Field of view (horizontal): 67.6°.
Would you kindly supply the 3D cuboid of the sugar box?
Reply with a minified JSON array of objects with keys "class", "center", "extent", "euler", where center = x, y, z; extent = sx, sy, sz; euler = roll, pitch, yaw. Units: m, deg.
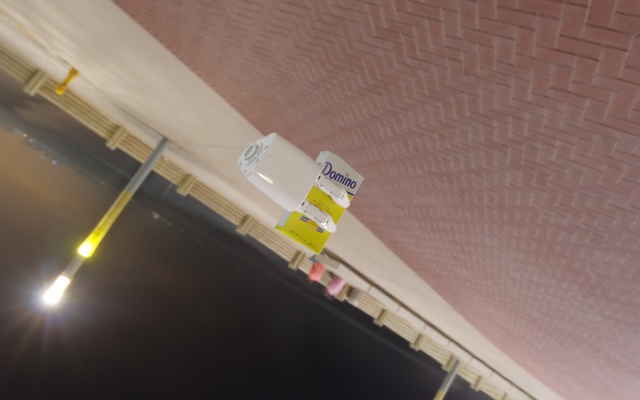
[{"class":"sugar box","center":[0.000,0.003,0.898],"extent":[0.093,0.176,0.048],"euler":[37,-12,-26]}]
